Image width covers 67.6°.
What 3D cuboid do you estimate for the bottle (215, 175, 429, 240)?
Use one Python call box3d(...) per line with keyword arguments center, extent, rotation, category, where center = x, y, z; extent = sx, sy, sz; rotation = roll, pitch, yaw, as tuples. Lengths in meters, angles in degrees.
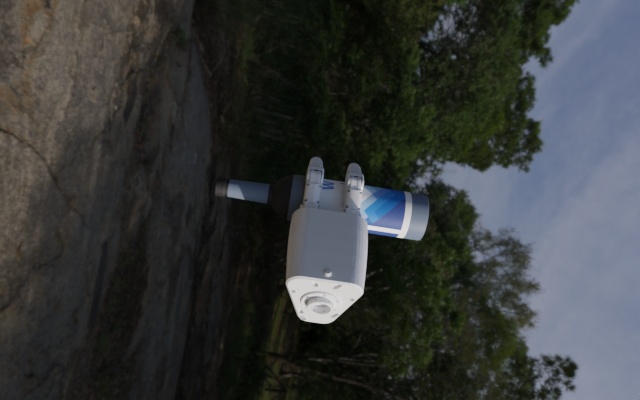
box3d(center=(0.000, 0.002, 0.676), extent=(0.296, 0.069, 0.069), rotation=(9, -1, -4), category="bottle")
